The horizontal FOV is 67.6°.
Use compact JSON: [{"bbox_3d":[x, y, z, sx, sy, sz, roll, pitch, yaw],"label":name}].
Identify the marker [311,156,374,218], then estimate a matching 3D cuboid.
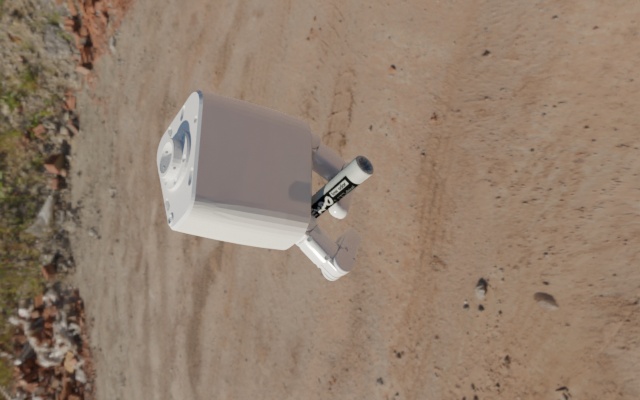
[{"bbox_3d":[0.000,0.001,0.420,0.020,0.020,0.121,0,-30,-43],"label":"marker"}]
